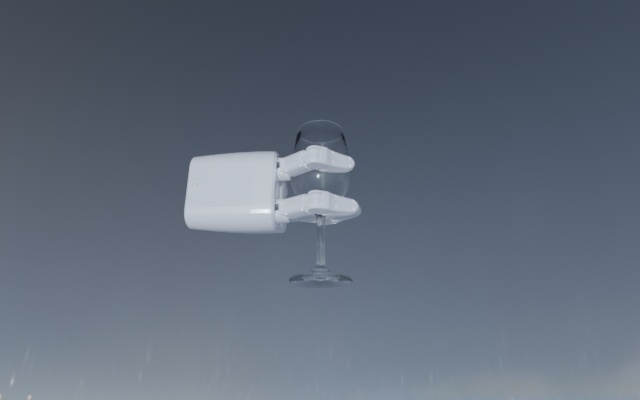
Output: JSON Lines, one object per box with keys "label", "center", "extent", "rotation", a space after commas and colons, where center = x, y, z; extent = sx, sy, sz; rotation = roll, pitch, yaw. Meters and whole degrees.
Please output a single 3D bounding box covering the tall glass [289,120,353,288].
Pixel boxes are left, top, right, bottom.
{"label": "tall glass", "center": [0.000, 0.003, 0.591], "extent": [0.079, 0.201, 0.079], "rotation": [0, -22, 0]}
